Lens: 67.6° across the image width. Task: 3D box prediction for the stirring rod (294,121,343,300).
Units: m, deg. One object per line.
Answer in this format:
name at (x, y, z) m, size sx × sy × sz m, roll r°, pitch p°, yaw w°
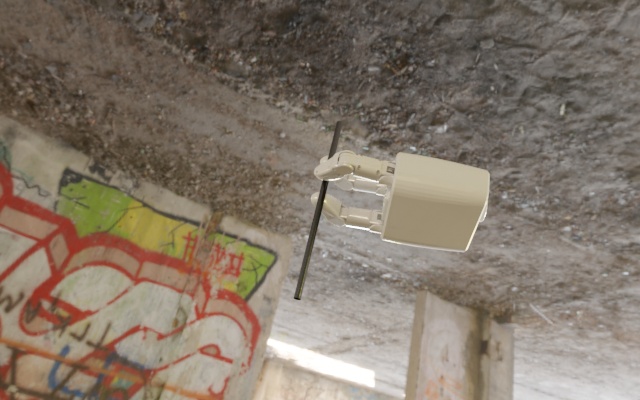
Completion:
stirring rod at (0.000, 0.002, 0.565) m, size 0.011 × 0.239 × 0.011 m, roll 10°, pitch -28°, yaw 6°
